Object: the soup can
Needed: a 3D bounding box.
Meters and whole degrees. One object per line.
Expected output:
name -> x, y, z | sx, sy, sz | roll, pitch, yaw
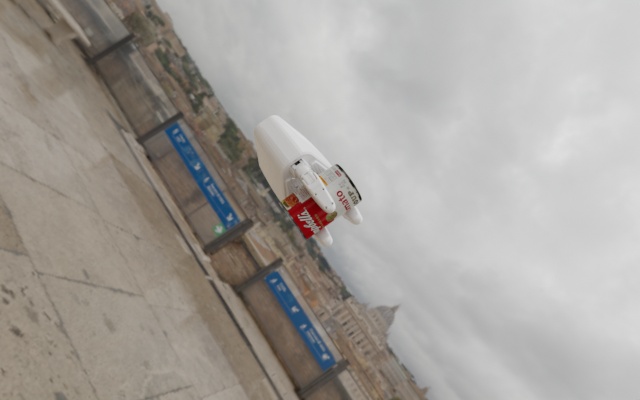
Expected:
soup can -> 0.001, 0.002, 0.690 | 0.102, 0.068, 0.068 | -35, 3, -4
